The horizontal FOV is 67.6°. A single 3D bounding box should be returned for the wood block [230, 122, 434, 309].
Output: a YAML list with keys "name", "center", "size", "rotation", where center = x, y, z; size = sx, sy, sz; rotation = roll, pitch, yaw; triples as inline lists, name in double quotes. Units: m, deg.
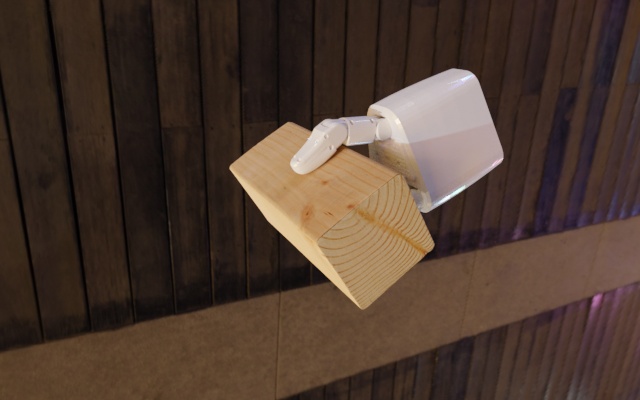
- name: "wood block"
  center: [0.000, 0.001, 0.472]
  size: [0.090, 0.091, 0.206]
  rotation: [-39, 34, -12]
